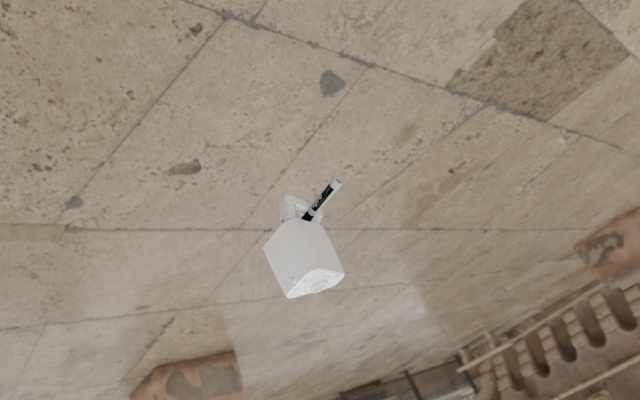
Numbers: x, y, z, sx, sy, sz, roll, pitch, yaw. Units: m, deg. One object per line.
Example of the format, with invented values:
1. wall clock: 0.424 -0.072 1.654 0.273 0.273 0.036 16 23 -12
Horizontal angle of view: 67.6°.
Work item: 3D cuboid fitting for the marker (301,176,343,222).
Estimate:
1. marker: 0.000 0.003 0.867 0.020 0.020 0.121 0 -39 -43
